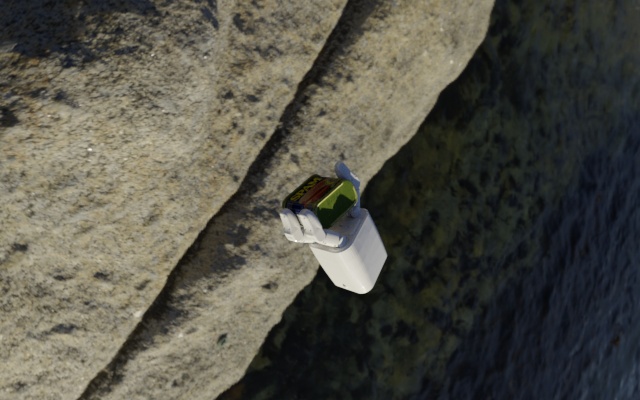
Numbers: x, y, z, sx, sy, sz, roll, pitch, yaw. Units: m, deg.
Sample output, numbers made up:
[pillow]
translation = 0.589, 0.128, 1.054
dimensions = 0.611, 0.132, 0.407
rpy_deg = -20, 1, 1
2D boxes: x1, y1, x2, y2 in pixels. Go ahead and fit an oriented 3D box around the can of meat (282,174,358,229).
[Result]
[can of meat]
translation = 0.000, 0.003, 0.802
dimensions = 0.102, 0.057, 0.084
rpy_deg = -42, 31, -29
